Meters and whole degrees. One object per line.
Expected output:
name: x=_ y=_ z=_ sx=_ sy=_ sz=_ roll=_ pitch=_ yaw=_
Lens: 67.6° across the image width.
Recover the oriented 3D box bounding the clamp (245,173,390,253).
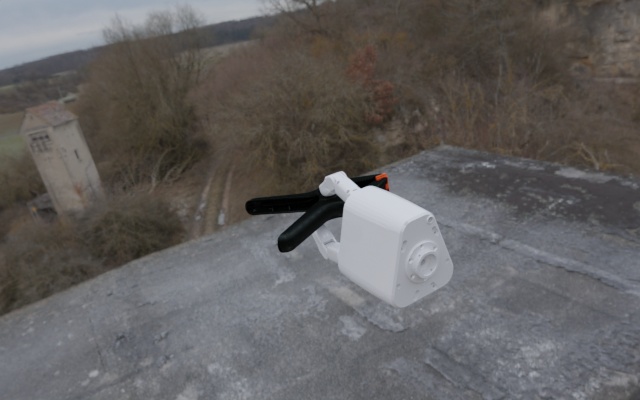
clamp: x=0.001 y=0.001 z=0.685 sx=0.210 sy=0.036 sz=0.164 roll=-22 pitch=26 yaw=-24
